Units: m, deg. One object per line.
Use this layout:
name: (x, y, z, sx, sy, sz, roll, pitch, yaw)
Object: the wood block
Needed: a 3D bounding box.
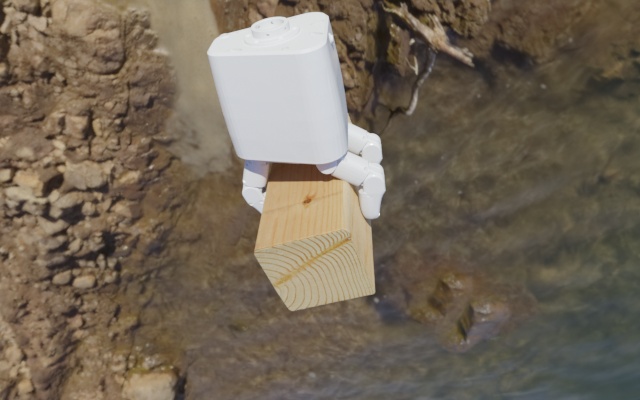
wood block: (0.000, 0.002, 0.513, 0.091, 0.090, 0.206, -15, 37, 15)
